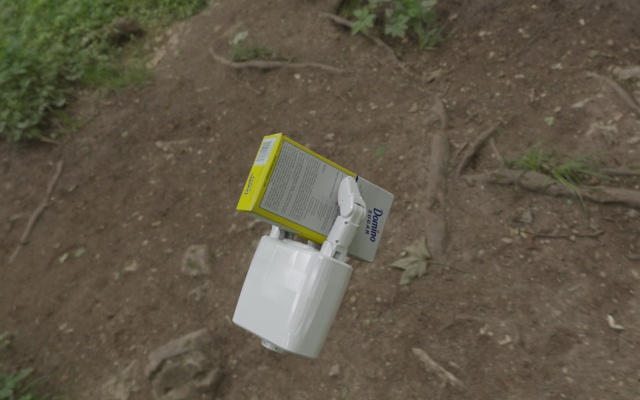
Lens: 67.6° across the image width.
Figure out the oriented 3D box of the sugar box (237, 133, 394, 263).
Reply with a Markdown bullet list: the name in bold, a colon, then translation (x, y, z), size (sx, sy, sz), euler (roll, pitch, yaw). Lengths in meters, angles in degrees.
- **sugar box**: translation (0.000, 0.002, 0.559), size (0.176, 0.093, 0.048), euler (27, -13, -32)
